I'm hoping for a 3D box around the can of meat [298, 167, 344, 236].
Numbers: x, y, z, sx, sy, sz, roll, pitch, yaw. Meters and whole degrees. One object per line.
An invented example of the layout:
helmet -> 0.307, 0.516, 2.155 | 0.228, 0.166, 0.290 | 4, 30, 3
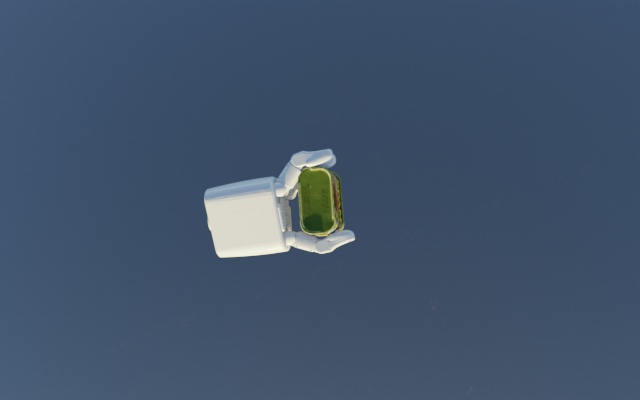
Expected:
can of meat -> 0.000, 0.002, 0.715 | 0.057, 0.102, 0.084 | -5, -4, 9
